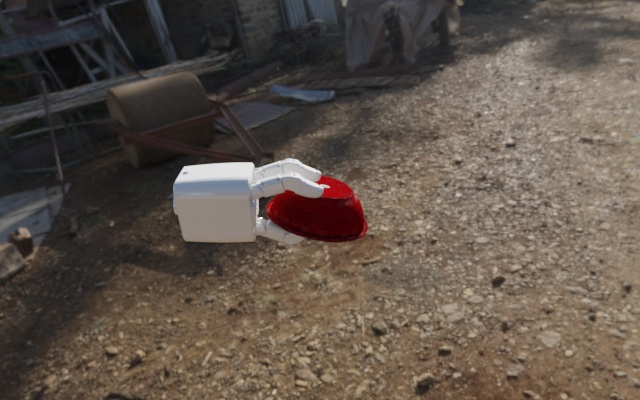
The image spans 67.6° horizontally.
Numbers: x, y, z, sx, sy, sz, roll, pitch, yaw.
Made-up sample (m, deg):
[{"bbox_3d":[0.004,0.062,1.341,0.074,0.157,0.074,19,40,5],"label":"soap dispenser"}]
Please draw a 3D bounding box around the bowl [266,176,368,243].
[{"bbox_3d":[0.001,0.002,0.733,0.162,0.055,0.162,11,22,-4],"label":"bowl"}]
